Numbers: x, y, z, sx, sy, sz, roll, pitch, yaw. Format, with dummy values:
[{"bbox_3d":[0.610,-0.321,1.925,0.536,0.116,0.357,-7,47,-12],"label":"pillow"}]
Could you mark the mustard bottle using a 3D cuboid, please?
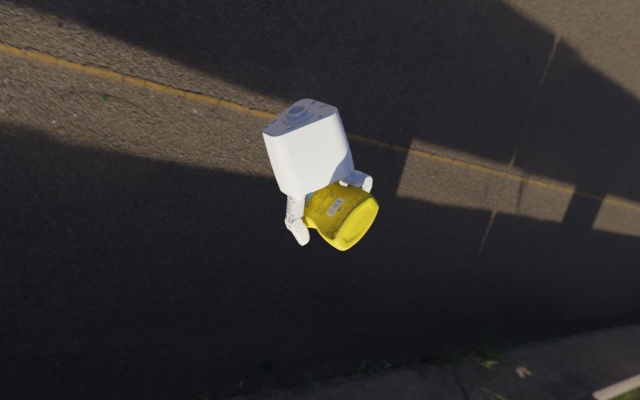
[{"bbox_3d":[0.000,0.003,0.783,0.191,0.096,0.058,30,-10,47],"label":"mustard bottle"}]
